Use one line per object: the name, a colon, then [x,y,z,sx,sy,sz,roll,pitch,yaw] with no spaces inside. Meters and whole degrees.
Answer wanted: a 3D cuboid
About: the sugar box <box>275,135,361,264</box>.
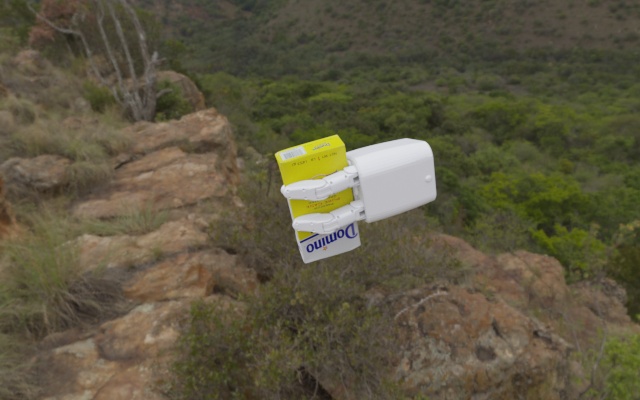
sugar box: [0.000,0.002,0.691,0.093,0.176,0.048,-16,30,-6]
